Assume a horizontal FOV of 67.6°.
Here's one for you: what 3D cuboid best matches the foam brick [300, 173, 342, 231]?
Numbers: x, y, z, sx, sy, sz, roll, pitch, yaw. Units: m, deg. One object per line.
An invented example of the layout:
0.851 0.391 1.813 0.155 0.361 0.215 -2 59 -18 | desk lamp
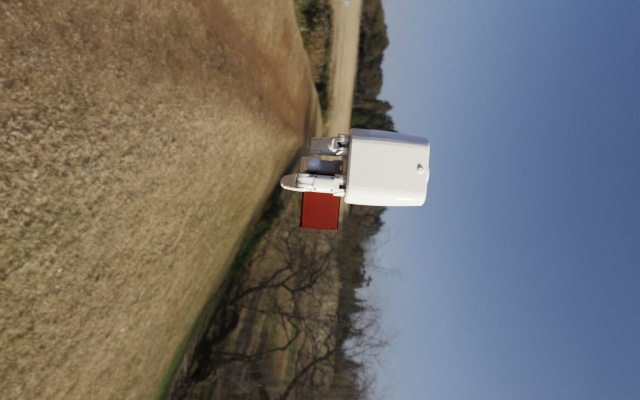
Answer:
0.000 0.002 0.665 0.051 0.078 0.053 5 -1 -5 | foam brick
